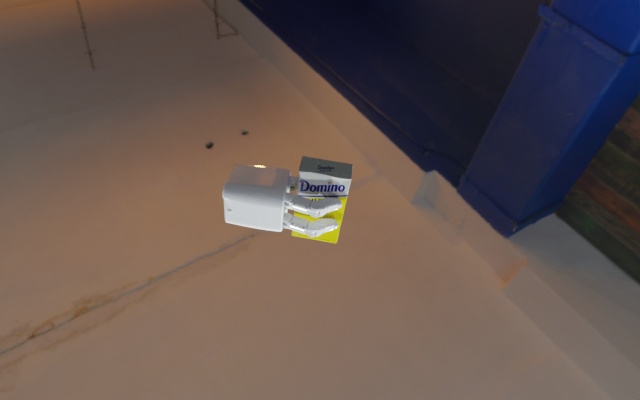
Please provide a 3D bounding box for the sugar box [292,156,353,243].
[{"bbox_3d":[0.000,0.003,0.881,0.093,0.048,0.176,9,-42,0],"label":"sugar box"}]
